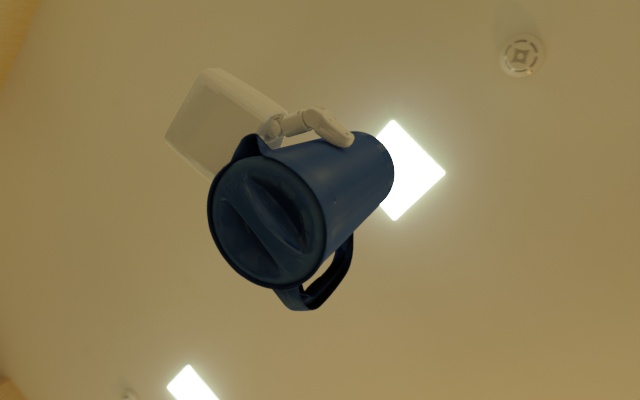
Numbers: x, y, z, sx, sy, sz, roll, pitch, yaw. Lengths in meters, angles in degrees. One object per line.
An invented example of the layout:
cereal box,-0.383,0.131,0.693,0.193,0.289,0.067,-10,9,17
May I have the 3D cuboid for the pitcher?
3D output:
pitcher,0.000,0.002,0.543,0.145,0.149,0.242,35,29,14
